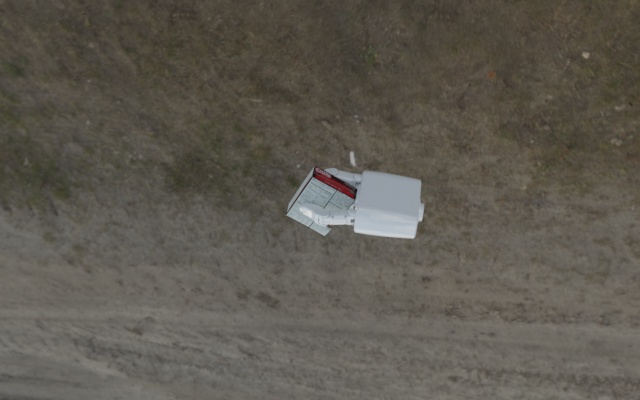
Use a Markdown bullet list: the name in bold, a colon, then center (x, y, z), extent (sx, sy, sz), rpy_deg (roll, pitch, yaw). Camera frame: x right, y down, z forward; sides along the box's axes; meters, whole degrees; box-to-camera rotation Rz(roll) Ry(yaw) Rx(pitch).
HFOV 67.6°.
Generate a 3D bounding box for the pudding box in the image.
- **pudding box**: center (0.000, 0.003, 0.862), extent (0.090, 0.113, 0.039), rpy_deg (29, 36, -10)
